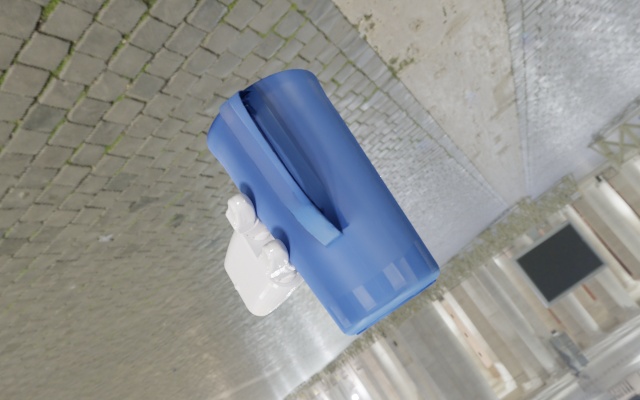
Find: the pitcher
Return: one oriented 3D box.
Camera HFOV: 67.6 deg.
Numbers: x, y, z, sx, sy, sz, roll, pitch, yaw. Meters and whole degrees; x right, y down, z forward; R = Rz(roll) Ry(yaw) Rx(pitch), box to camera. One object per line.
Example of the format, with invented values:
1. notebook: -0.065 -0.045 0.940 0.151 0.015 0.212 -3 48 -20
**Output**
1. pitcher: 0.000 0.002 0.459 0.149 0.242 0.145 -24 -18 -34
